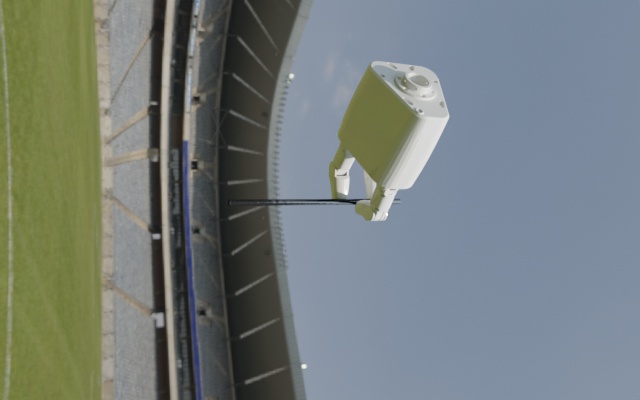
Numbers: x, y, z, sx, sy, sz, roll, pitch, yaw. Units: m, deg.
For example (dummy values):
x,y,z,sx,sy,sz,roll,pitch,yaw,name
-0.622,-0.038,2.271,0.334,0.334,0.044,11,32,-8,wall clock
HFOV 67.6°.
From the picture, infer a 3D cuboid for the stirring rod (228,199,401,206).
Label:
x,y,z,sx,sy,sz,roll,pitch,yaw,name
0.000,0.002,0.624,0.239,0.011,0.011,0,0,-23,stirring rod
